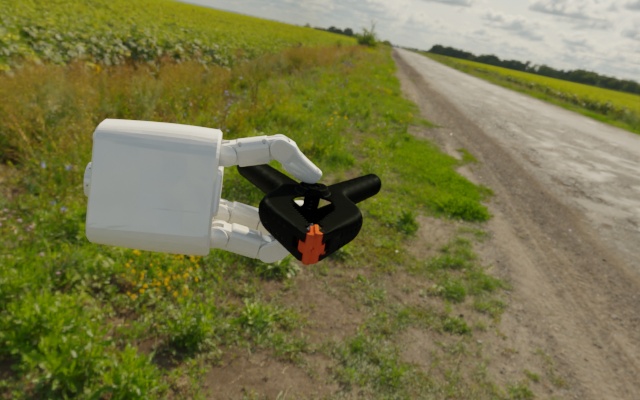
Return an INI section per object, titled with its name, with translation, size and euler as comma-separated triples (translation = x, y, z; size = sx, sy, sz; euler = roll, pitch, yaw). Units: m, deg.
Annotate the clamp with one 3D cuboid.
[clamp]
translation = 0.000, 0.001, 0.466
size = 0.164, 0.036, 0.210
euler = 5, 21, -11
